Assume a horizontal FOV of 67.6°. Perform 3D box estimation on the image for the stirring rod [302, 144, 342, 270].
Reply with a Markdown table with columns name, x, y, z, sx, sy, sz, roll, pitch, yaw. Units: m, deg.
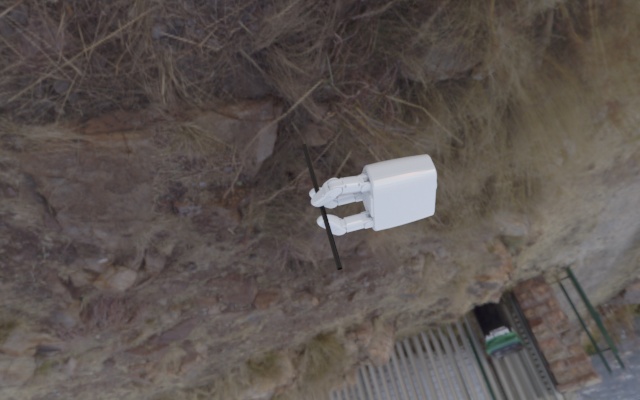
| name | x | y | z | sx | sy | sz | roll | pitch | yaw |
| --- | --- | --- | --- | --- | --- | --- | --- | --- | --- |
| stirring rod | 0.000 | 0.002 | 0.768 | 0.011 | 0.239 | 0.011 | -12 | -32 | -7 |
